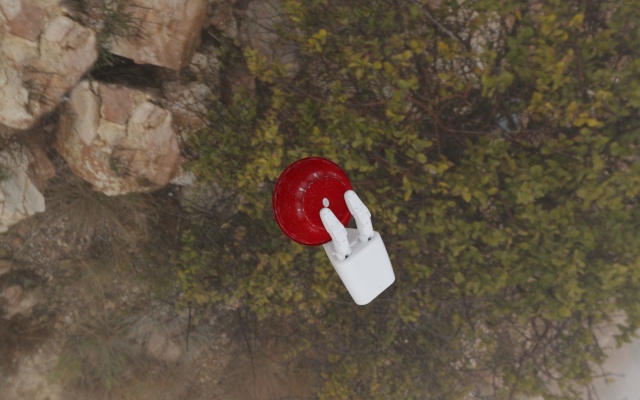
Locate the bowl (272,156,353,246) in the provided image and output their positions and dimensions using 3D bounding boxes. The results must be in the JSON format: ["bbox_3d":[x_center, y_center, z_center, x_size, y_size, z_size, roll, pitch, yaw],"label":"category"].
[{"bbox_3d":[-0.001,0.002,0.832,0.162,0.162,0.055,0,2,-26],"label":"bowl"}]
